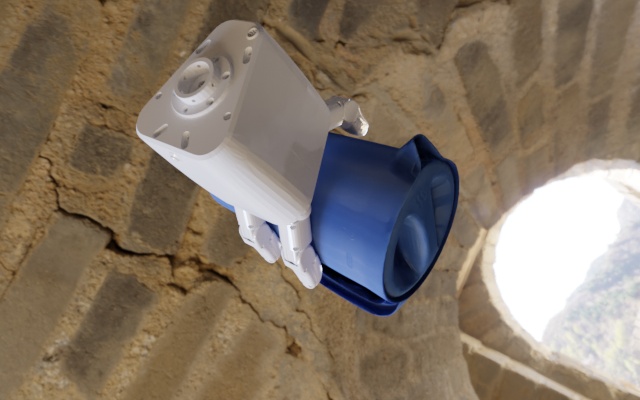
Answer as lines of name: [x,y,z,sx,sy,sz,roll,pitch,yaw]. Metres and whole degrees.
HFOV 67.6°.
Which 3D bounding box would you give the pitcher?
pitcher: [0.000,0.001,0.477,0.242,0.149,0.145,22,-10,33]
